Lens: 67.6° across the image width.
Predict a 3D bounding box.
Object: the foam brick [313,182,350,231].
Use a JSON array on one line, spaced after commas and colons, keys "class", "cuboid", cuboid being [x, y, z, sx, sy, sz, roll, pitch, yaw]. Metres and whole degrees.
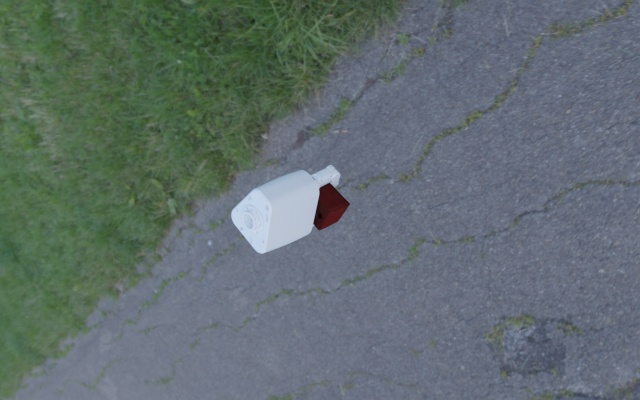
[{"class": "foam brick", "cuboid": [0.000, 0.003, 0.825, 0.051, 0.078, 0.053, -24, -27, -42]}]
